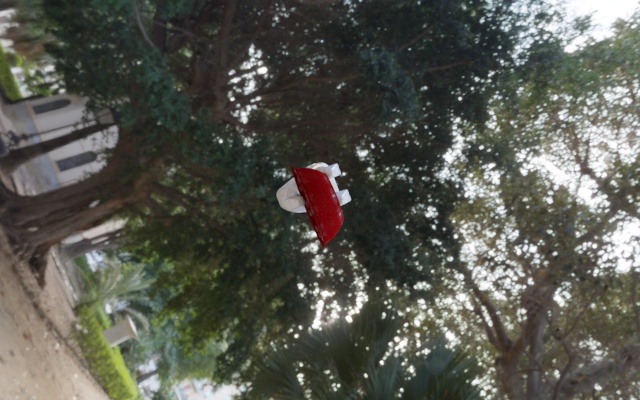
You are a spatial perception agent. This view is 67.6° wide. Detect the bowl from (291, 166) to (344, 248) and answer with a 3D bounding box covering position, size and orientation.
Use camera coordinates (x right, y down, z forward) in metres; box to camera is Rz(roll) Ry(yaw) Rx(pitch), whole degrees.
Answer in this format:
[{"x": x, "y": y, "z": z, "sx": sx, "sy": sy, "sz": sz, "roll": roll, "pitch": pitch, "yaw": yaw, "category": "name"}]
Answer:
[{"x": 0.001, "y": 0.003, "z": 0.867, "sx": 0.055, "sy": 0.162, "sz": 0.162, "roll": -21, "pitch": 2, "yaw": -4, "category": "bowl"}]
